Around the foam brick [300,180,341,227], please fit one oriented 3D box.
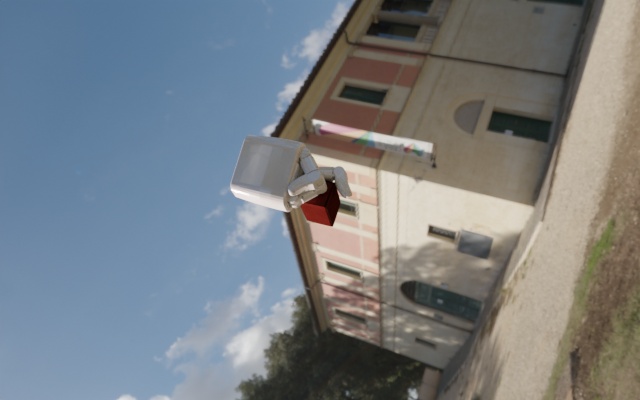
[{"bbox_3d":[0.000,0.003,0.846,0.051,0.053,0.078,12,-26,17],"label":"foam brick"}]
